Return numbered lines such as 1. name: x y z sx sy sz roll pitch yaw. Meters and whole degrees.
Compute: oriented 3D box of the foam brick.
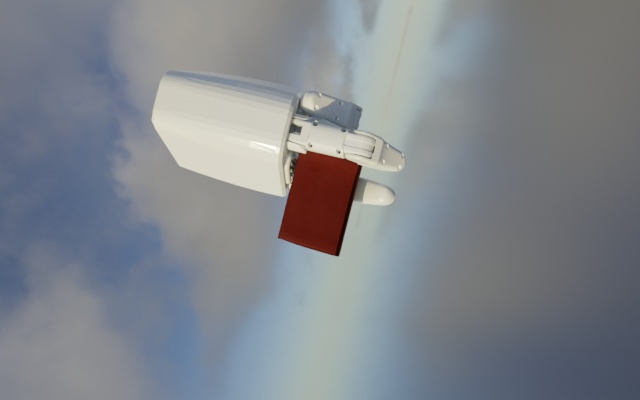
1. foam brick: 0.000 0.002 0.400 0.051 0.078 0.053 14 -1 1
